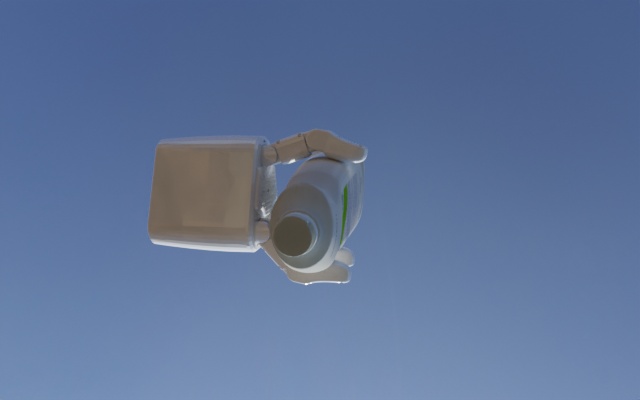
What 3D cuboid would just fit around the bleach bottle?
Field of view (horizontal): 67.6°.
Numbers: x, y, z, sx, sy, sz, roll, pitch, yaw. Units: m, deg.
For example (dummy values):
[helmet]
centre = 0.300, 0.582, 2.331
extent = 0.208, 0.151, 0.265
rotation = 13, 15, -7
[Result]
[bleach bottle]
centre = 0.000, 0.002, 0.453
extent = 0.068, 0.102, 0.251
rotation = 2, 7, 9
